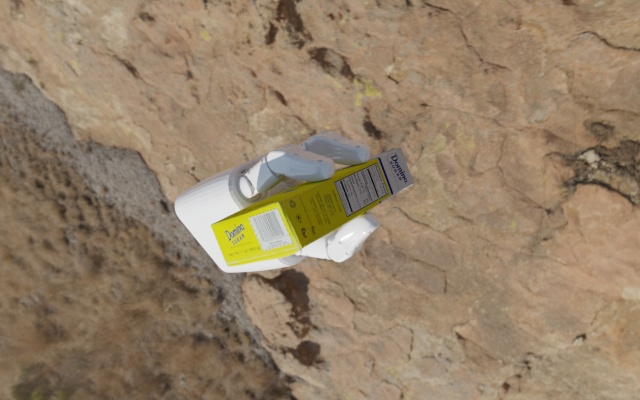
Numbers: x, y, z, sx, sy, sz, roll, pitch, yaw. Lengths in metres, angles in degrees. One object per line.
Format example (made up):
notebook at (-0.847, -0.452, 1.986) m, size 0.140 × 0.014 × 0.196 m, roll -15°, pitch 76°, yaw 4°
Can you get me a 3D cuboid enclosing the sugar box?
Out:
sugar box at (0.000, 0.001, 0.430) m, size 0.093 × 0.048 × 0.176 m, roll -16°, pitch 9°, yaw 42°
